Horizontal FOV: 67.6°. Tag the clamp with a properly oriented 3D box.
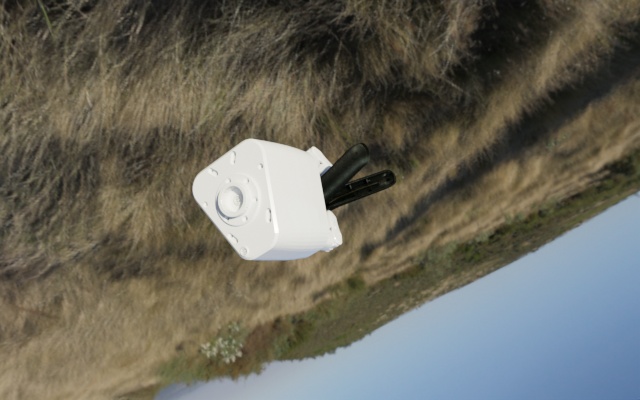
[{"bbox_3d":[0.000,0.003,0.619,0.210,0.036,0.164,-32,-19,20],"label":"clamp"}]
